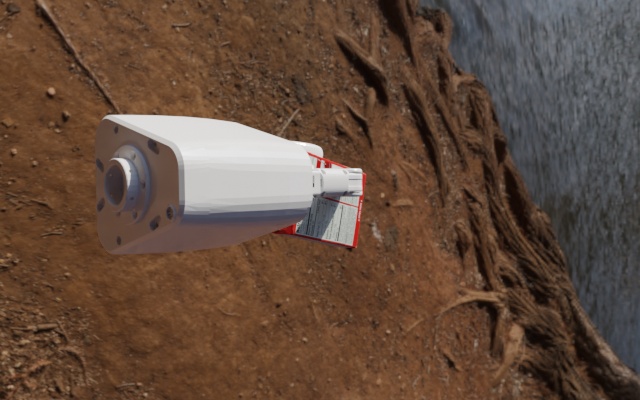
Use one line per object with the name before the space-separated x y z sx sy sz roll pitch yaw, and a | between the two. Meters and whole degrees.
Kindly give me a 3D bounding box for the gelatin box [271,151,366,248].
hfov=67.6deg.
gelatin box | 0.001 0.001 0.434 0.030 0.073 0.089 0 -11 44
